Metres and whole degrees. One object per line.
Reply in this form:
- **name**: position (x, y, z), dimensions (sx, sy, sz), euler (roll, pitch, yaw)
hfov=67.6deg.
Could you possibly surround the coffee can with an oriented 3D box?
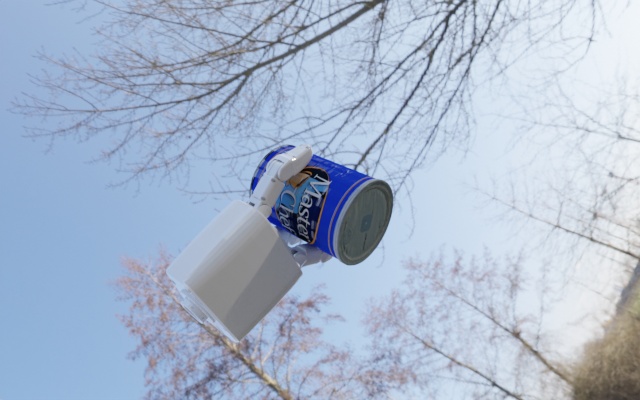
- **coffee can**: position (0.000, 0.002, 0.568), dimensions (0.140, 0.103, 0.103), euler (25, 15, 35)
